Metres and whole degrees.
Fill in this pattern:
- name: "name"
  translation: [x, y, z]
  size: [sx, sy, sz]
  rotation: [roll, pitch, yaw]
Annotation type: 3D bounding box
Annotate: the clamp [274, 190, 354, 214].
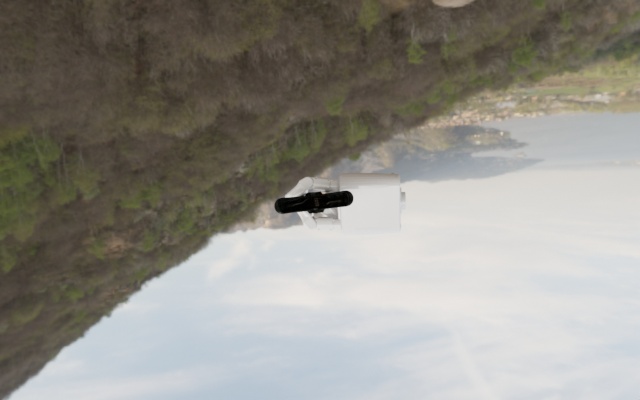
- name: "clamp"
  translation: [0.000, 0.003, 0.793]
  size: [0.120, 0.039, 0.171]
  rotation: [-1, 2, 9]
